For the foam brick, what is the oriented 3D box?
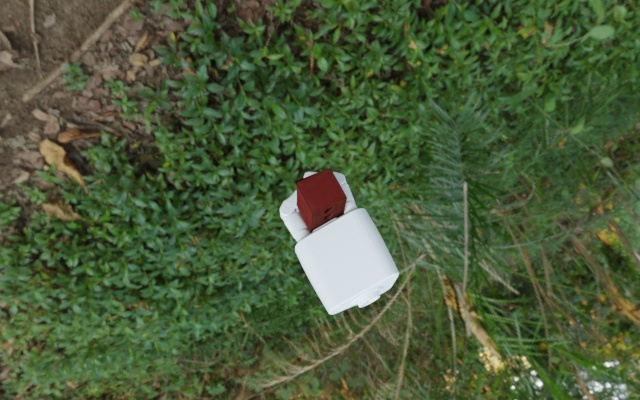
[{"bbox_3d":[0.000,0.002,0.655,0.053,0.051,0.078,-23,-22,-12],"label":"foam brick"}]
